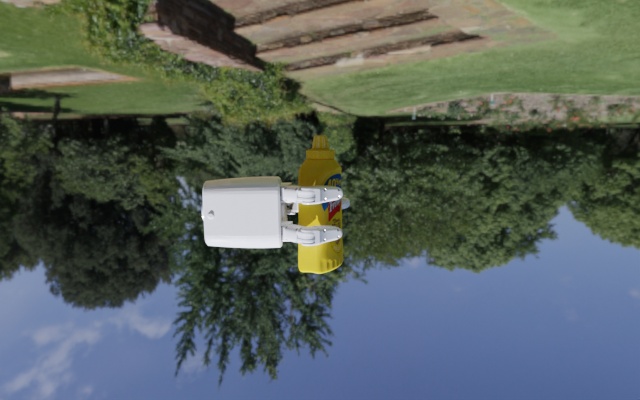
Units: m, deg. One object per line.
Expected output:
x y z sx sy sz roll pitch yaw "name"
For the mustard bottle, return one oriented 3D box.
0.000 0.003 0.692 0.058 0.191 0.096 2 8 24 "mustard bottle"
